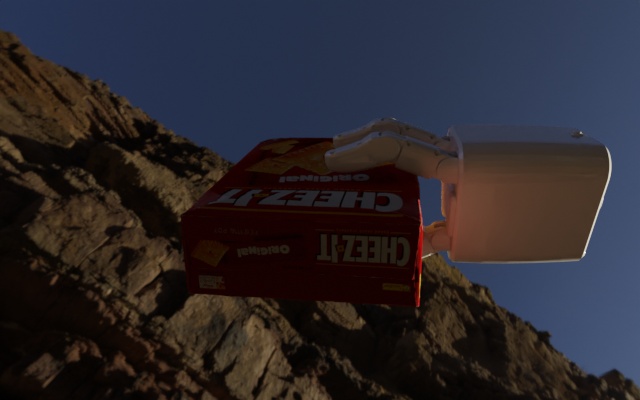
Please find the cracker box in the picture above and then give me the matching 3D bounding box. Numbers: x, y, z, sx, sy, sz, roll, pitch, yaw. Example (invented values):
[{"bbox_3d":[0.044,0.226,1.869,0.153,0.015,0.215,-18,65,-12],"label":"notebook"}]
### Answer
[{"bbox_3d":[0.000,0.001,0.414,0.164,0.072,0.213,1,20,8],"label":"cracker box"}]
